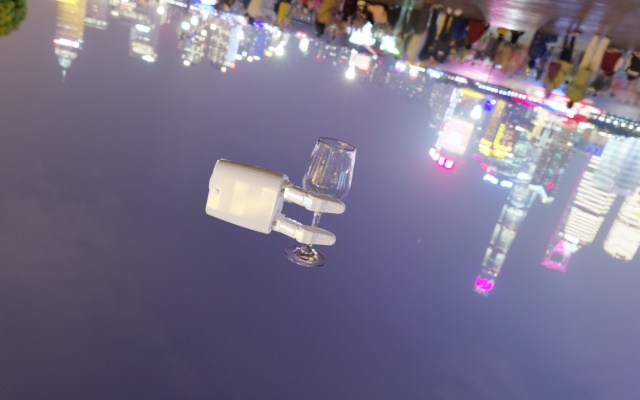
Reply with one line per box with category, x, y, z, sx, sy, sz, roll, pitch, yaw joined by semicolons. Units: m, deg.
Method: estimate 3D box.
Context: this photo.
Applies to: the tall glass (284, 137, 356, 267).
tall glass;0.000;0.003;0.773;0.079;0.201;0.079;15;18;-5
